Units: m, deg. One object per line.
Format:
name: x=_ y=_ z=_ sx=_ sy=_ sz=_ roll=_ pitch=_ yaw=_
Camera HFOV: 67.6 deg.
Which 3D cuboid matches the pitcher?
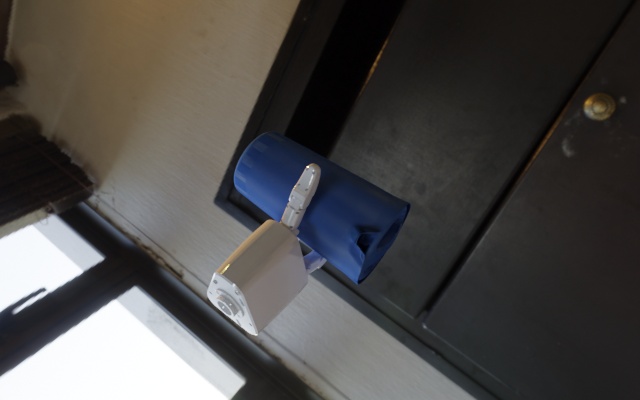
pitcher: x=0.000 y=0.002 z=0.702 sx=0.243 sy=0.149 sz=0.145 roll=33 pitch=54 yaw=17
